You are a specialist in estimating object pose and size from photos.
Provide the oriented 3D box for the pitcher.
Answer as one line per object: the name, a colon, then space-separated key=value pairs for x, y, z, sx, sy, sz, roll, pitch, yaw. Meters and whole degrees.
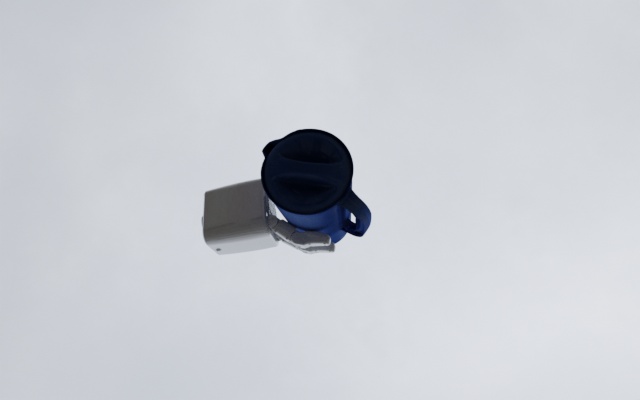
pitcher: x=0.000 y=0.003 z=0.776 sx=0.145 sy=0.149 sz=0.243 roll=-11 pitch=-21 yaw=2
